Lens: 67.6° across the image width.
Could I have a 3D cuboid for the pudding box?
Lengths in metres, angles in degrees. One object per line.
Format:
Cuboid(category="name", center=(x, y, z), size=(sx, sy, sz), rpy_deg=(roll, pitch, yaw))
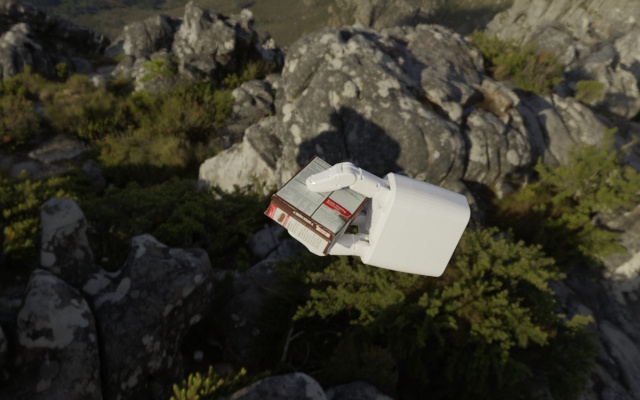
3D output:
Cuboid(category="pudding box", center=(0.000, 0.002, 0.588), size=(0.090, 0.039, 0.113), rpy_deg=(33, 39, 9))
